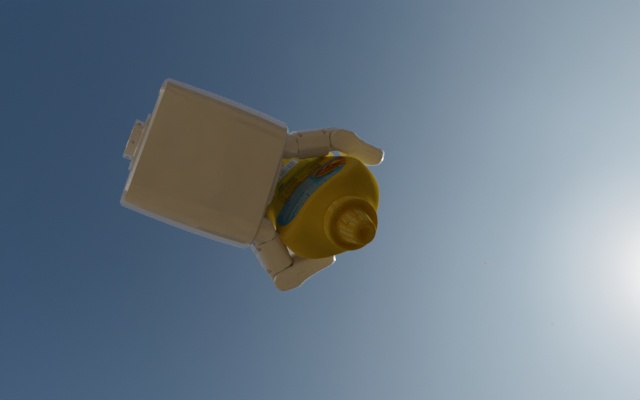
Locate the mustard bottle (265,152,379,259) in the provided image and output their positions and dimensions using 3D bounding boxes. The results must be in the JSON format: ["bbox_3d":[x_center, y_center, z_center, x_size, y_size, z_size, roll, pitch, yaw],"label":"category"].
[{"bbox_3d":[0.000,0.002,0.423,0.058,0.096,0.191,47,-5,-22],"label":"mustard bottle"}]
